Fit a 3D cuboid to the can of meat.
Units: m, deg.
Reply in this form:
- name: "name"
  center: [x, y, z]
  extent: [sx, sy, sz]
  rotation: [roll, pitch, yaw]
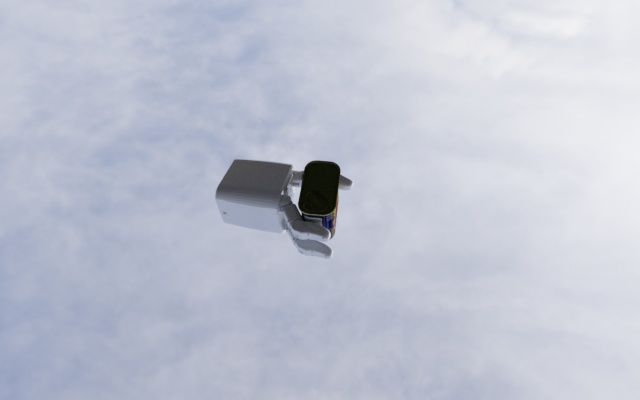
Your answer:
- name: "can of meat"
  center: [0.000, 0.003, 0.755]
  extent: [0.057, 0.102, 0.084]
  rotation: [5, -34, 5]
